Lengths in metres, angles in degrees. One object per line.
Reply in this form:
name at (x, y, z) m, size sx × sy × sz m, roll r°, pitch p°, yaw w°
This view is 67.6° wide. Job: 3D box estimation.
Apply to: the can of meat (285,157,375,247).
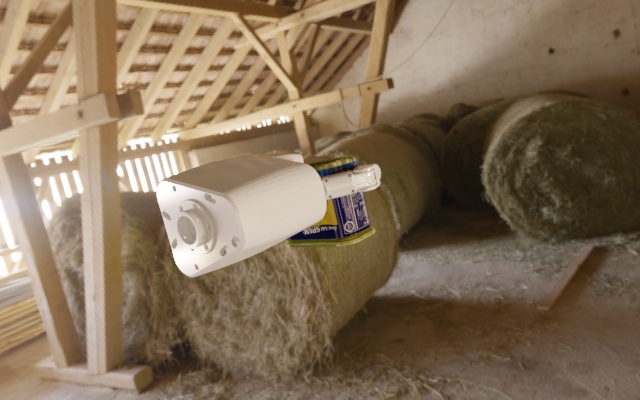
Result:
can of meat at (0.000, 0.001, 0.512) m, size 0.102 × 0.084 × 0.057 m, roll -6°, pitch 11°, yaw 43°
